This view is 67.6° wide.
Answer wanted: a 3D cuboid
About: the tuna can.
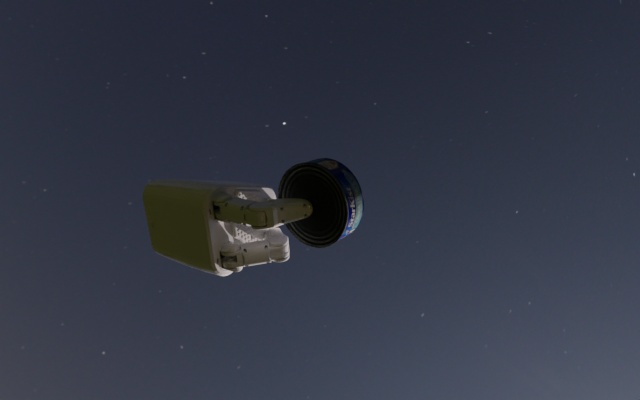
[{"bbox_3d":[0.000,0.001,0.476,0.086,0.086,0.033,0,14,38],"label":"tuna can"}]
